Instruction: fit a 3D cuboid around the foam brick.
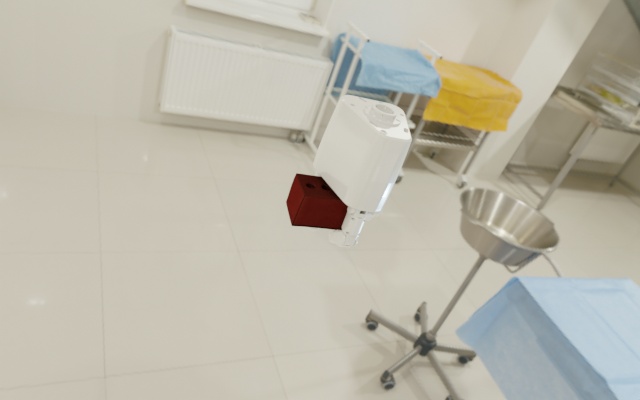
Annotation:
[{"bbox_3d":[0.000,0.002,0.636,0.078,0.051,0.053,6,36,-22],"label":"foam brick"}]
